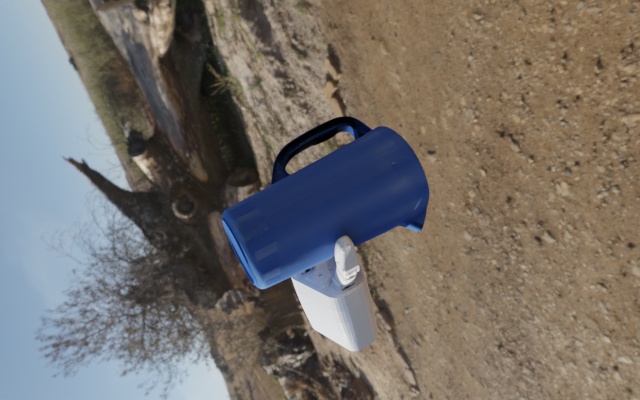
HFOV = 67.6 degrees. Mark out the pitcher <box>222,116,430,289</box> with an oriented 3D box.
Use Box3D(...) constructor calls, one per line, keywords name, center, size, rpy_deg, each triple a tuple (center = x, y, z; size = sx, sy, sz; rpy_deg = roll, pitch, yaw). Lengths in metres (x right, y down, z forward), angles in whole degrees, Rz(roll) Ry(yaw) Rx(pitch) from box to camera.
Box3D(name="pitcher", center=(0.000, 0.002, 0.610), size=(0.243, 0.145, 0.149), rpy_deg=(-26, 31, -16))
